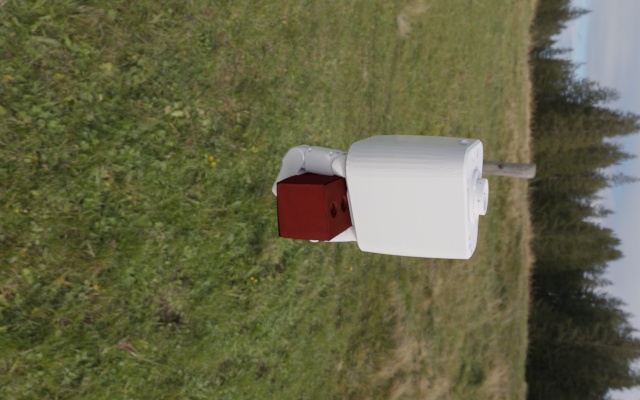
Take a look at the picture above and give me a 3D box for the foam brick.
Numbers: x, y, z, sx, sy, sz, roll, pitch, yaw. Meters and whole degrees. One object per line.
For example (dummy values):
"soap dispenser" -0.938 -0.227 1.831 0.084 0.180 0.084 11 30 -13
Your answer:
"foam brick" 0.000 0.002 0.452 0.051 0.053 0.078 4 16 26
